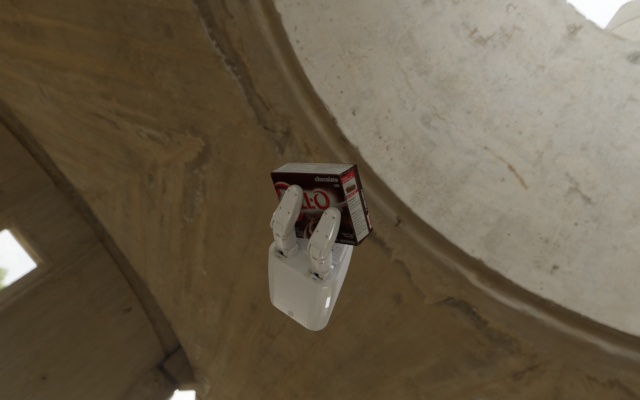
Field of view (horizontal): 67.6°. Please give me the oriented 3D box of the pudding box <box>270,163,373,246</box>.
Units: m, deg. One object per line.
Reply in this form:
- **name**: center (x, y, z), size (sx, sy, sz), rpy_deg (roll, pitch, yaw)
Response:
- **pudding box**: center (0.000, 0.002, 0.566), size (0.113, 0.090, 0.039), rpy_deg (3, 29, 40)
